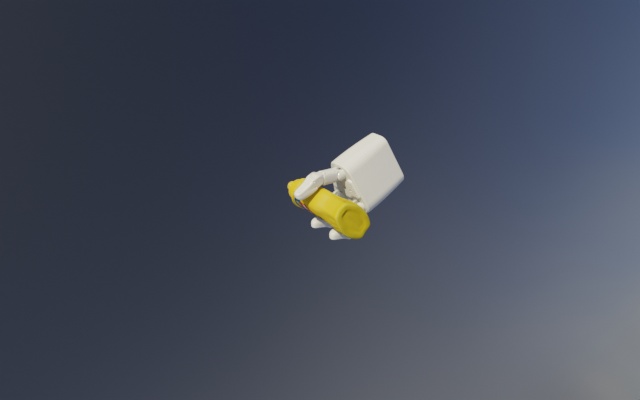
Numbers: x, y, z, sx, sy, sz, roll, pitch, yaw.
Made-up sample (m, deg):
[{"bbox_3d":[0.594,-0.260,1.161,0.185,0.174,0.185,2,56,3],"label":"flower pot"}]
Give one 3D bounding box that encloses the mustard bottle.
[{"bbox_3d":[0.000,0.003,0.886,0.191,0.058,0.096,30,-4,45],"label":"mustard bottle"}]
